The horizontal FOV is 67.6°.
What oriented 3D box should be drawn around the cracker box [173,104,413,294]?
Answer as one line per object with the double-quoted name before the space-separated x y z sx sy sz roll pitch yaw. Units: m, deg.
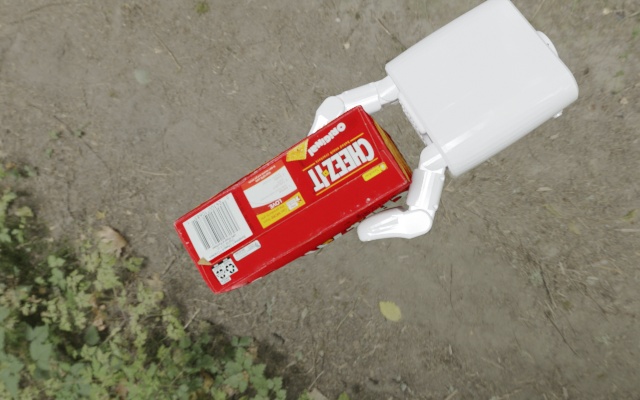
"cracker box" 0.000 0.001 0.429 0.164 0.072 0.213 -31 -7 13
